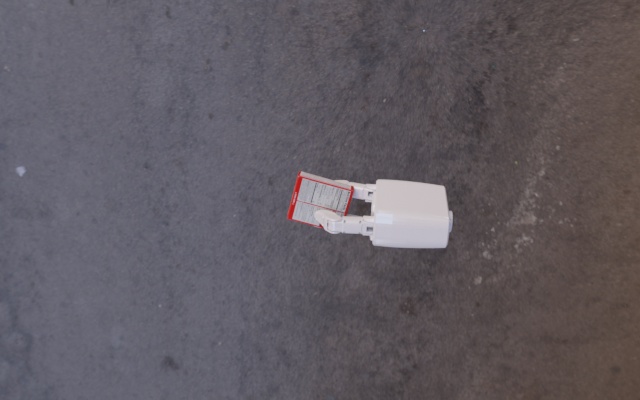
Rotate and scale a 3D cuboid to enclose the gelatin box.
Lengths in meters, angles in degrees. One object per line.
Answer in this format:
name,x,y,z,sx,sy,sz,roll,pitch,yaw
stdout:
gelatin box,0.000,0.002,0.737,0.089,0.073,0.030,15,20,-2
